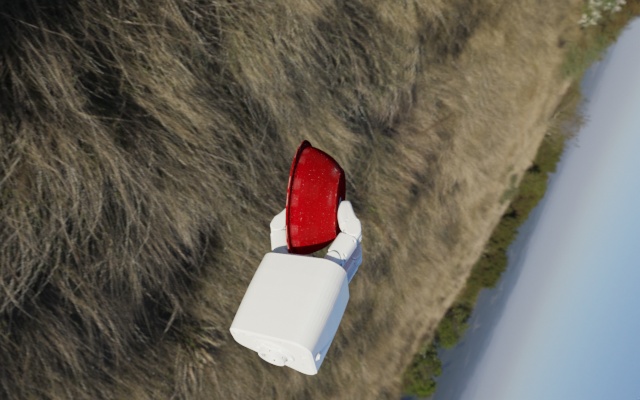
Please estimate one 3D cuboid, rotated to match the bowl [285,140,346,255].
[{"bbox_3d":[0.001,0.001,0.636,0.055,0.162,0.162,5,1,10],"label":"bowl"}]
